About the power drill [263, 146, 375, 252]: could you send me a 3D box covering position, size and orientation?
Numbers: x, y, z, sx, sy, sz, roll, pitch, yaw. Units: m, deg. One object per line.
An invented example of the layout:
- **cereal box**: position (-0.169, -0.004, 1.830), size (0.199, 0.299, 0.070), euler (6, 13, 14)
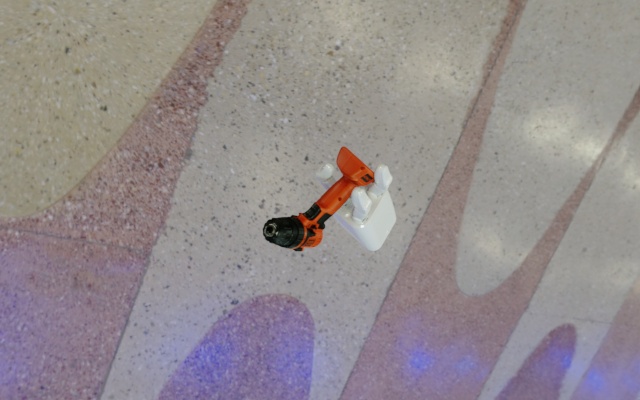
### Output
- **power drill**: position (0.001, 0.002, 0.771), size (0.057, 0.187, 0.184), euler (45, 9, 16)
